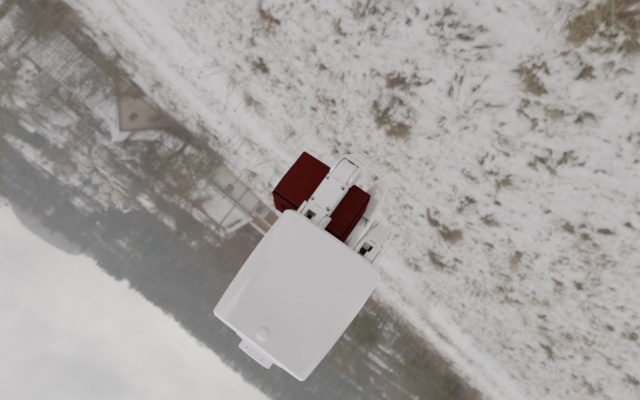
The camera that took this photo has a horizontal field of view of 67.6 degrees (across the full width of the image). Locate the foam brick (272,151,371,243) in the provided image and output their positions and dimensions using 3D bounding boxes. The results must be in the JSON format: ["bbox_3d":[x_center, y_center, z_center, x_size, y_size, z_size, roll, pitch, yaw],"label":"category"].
[{"bbox_3d":[0.000,0.001,0.450,0.078,0.051,0.053,35,-15,10],"label":"foam brick"}]
